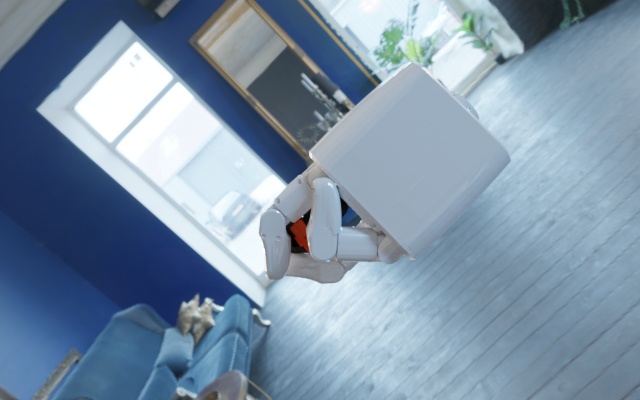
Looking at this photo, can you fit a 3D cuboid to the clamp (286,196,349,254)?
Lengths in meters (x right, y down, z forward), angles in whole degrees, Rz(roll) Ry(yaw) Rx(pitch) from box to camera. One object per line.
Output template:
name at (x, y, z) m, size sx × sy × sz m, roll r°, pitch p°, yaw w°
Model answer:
clamp at (0.000, 0.001, 0.457) m, size 0.039 × 0.120 × 0.171 m, roll 45°, pitch 4°, yaw -12°
